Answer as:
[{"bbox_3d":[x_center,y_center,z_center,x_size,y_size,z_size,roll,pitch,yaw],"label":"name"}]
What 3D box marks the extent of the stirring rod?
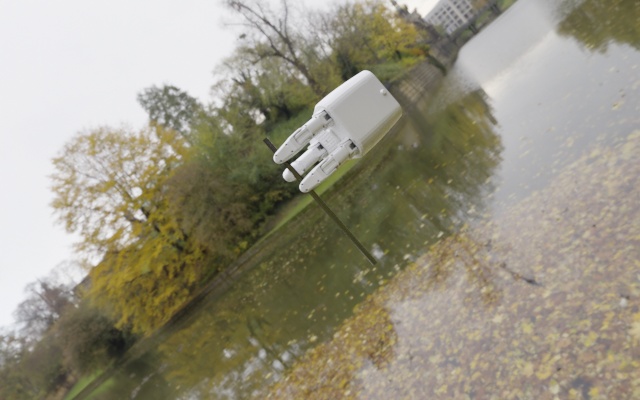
[{"bbox_3d":[0.000,0.002,0.688,0.011,0.239,0.011,-41,4,3],"label":"stirring rod"}]
